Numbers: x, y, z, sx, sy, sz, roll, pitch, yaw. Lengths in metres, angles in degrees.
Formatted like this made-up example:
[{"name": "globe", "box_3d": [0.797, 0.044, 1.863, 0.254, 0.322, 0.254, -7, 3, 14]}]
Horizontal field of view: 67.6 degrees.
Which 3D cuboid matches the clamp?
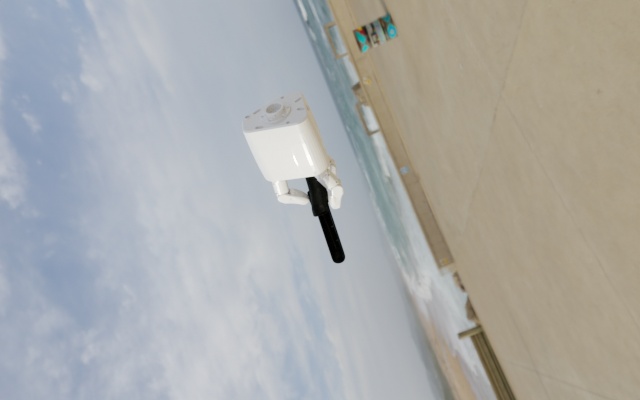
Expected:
[{"name": "clamp", "box_3d": [-0.001, 0.003, 0.870, 0.036, 0.165, 0.209, -17, 44, 2]}]
